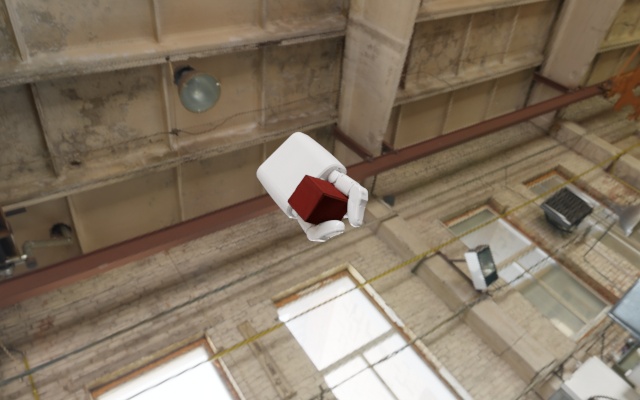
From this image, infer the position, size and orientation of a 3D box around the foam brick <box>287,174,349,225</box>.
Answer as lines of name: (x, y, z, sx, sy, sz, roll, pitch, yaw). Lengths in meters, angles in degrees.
foam brick: (0.000, 0.002, 0.714, 0.078, 0.053, 0.051, 16, 26, -52)
